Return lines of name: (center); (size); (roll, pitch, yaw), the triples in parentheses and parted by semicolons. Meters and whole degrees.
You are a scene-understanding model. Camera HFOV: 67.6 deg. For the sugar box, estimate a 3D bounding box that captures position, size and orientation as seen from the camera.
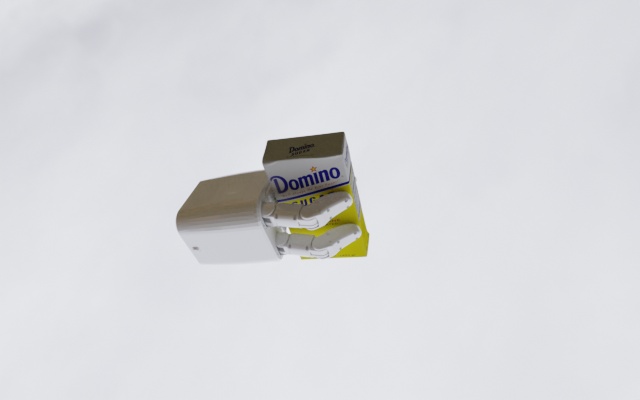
sugar box: (0.000, 0.002, 0.576); (0.093, 0.048, 0.176); (-5, -43, 14)
